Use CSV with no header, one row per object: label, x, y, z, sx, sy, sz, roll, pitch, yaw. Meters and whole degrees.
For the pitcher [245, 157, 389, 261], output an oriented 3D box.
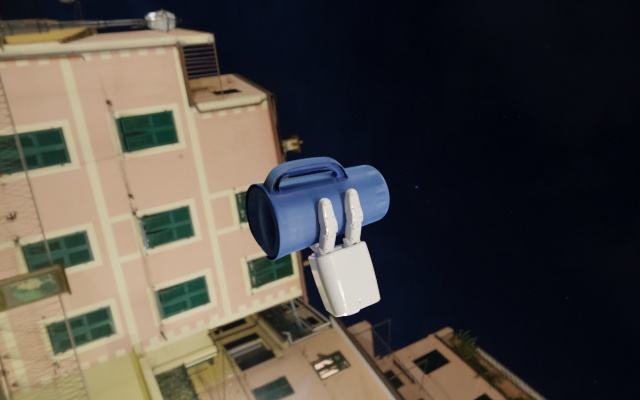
pitcher,0.000,0.003,0.844,0.243,0.145,0.149,-15,-3,-28
